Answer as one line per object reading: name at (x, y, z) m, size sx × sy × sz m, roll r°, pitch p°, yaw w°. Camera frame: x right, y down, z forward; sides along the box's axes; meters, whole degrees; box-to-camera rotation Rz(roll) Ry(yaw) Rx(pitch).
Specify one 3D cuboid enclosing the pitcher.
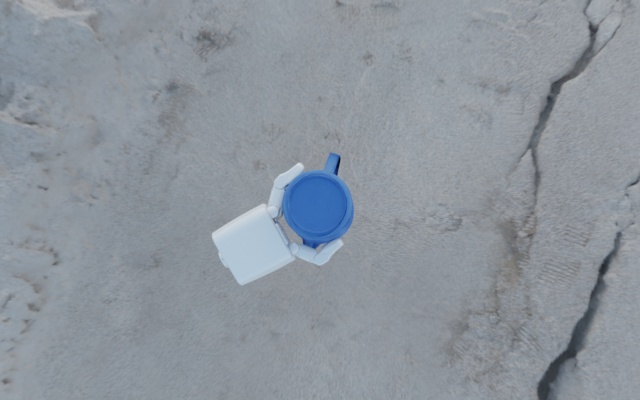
pitcher at (0.000, 0.003, 0.837) m, size 0.145 × 0.149 × 0.243 m, roll -27°, pitch -4°, yaw -1°
